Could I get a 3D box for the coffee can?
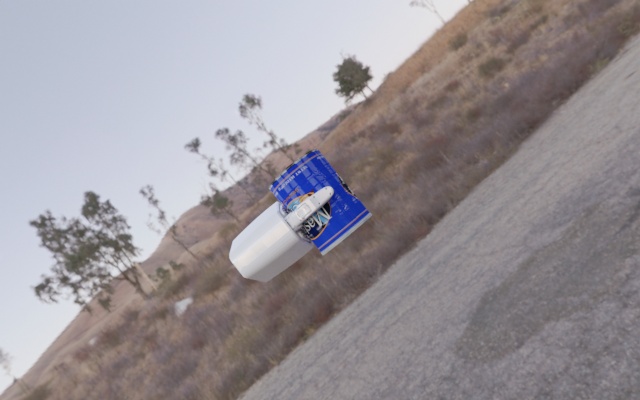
[{"bbox_3d":[0.000,0.003,0.769,0.103,0.140,0.103,-39,-4,-3],"label":"coffee can"}]
